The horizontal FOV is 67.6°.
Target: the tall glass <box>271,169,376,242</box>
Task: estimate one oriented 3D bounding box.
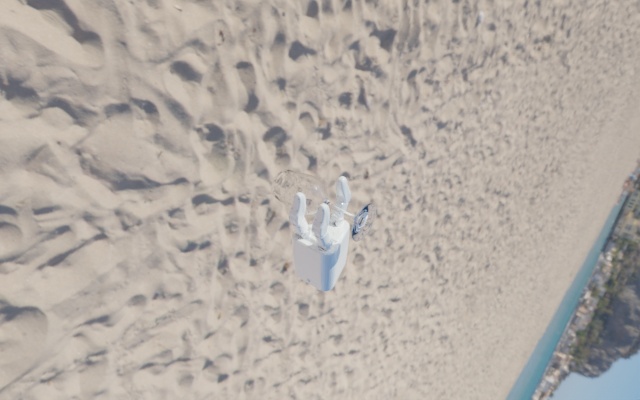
[{"bbox_3d":[0.001,0.003,0.898,0.201,0.079,0.079,26,13,30],"label":"tall glass"}]
